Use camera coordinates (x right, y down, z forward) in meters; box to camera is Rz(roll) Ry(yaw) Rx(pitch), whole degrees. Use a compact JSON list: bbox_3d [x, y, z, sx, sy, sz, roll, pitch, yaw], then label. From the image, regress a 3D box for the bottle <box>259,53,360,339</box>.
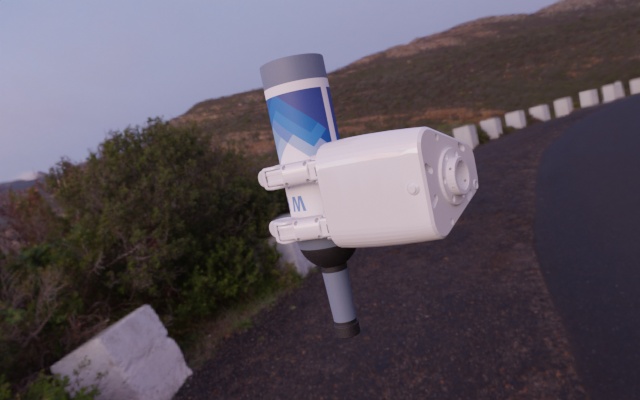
[{"bbox_3d":[0.000,0.001,0.504,0.069,0.296,0.069,-12,6,1],"label":"bottle"}]
